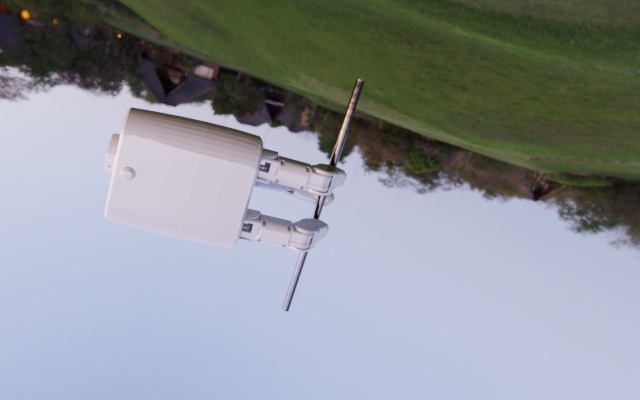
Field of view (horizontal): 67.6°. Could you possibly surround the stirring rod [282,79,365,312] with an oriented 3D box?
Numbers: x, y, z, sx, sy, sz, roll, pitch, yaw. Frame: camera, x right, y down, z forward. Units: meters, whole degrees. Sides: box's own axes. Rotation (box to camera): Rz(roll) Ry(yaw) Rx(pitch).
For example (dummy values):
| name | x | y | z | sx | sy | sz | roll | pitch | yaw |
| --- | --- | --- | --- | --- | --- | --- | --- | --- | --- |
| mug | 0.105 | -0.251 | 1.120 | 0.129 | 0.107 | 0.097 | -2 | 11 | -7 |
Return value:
| name | x | y | z | sx | sy | sz | roll | pitch | yaw |
| --- | --- | --- | --- | --- | --- | --- | --- | --- | --- |
| stirring rod | 0.000 | 0.001 | 0.463 | 0.011 | 0.239 | 0.011 | 17 | 14 | -4 |
